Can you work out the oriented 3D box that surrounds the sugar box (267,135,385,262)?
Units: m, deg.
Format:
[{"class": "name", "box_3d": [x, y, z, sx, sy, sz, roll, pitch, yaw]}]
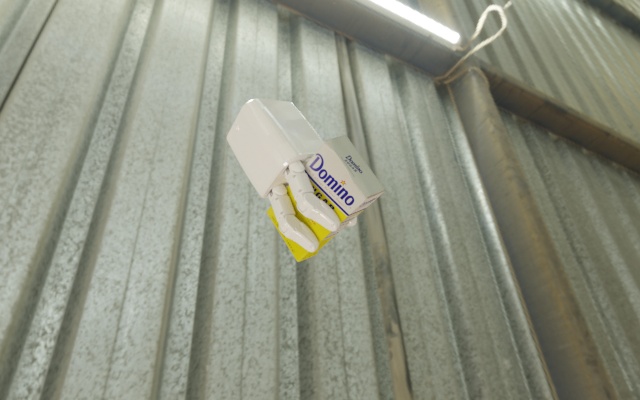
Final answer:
[{"class": "sugar box", "box_3d": [0.000, 0.002, 0.648, 0.048, 0.093, 0.176, -22, -18, -42]}]
